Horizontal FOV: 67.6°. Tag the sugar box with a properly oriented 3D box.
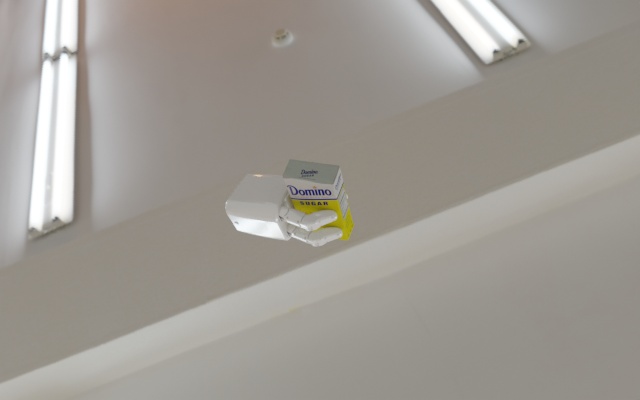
[{"bbox_3d":[0.000,0.003,0.847,0.093,0.048,0.176,9,-31,20],"label":"sugar box"}]
